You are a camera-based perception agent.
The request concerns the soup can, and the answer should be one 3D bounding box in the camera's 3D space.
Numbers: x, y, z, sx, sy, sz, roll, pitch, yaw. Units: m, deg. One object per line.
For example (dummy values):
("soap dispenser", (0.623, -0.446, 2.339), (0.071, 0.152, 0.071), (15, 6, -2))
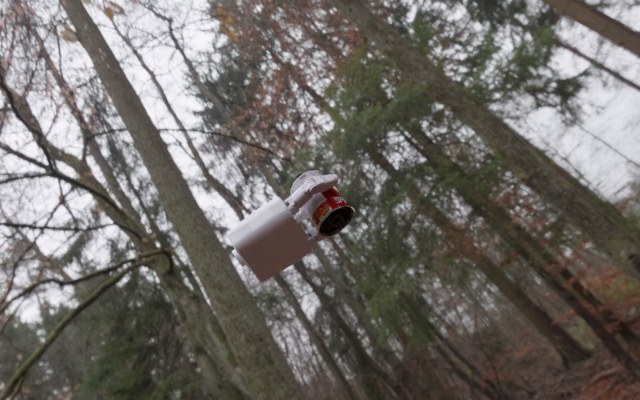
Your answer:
("soup can", (0.000, 0.002, 0.819), (0.068, 0.068, 0.102), (0, 40, -44))
